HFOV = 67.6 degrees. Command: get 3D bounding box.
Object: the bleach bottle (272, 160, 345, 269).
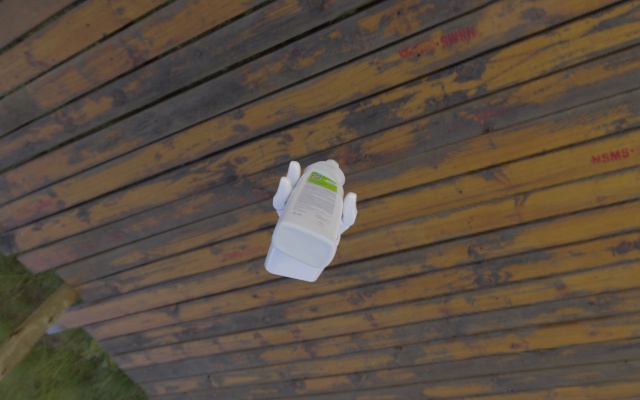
[{"bbox_3d":[0.000,0.003,0.819,0.102,0.068,0.250,25,35,-1],"label":"bleach bottle"}]
